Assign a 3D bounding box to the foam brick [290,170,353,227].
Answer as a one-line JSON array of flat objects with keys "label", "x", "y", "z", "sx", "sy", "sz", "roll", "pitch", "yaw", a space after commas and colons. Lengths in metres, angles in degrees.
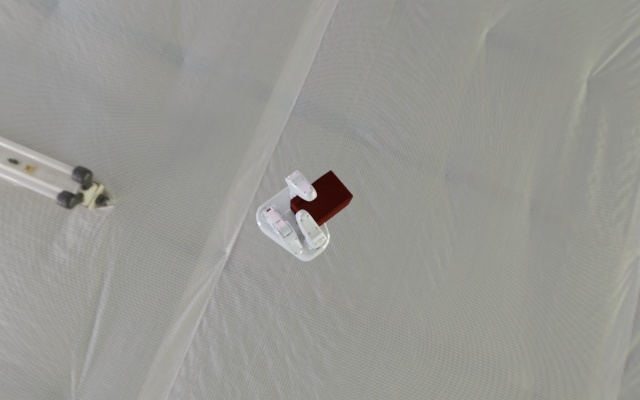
[{"label": "foam brick", "x": 0.000, "y": 0.002, "z": 0.703, "sx": 0.078, "sy": 0.053, "sz": 0.051, "roll": -36, "pitch": -9, "yaw": -10}]
